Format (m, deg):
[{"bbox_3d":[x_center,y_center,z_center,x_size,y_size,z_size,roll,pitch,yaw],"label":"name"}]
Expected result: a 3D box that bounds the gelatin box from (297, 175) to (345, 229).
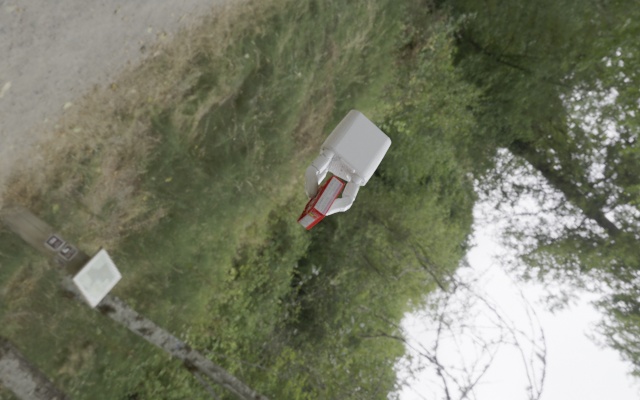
[{"bbox_3d":[0.000,0.003,0.886,0.030,0.089,0.073,37,-33,-9],"label":"gelatin box"}]
